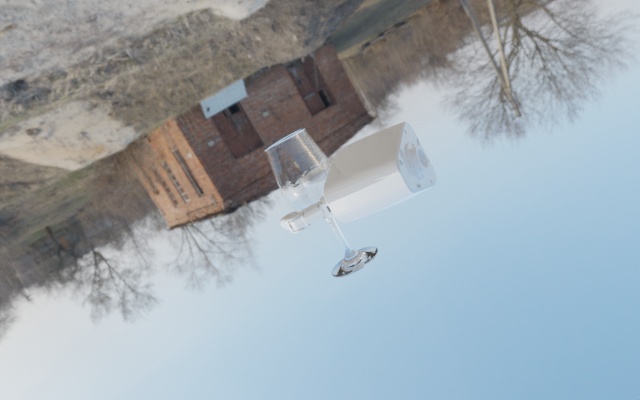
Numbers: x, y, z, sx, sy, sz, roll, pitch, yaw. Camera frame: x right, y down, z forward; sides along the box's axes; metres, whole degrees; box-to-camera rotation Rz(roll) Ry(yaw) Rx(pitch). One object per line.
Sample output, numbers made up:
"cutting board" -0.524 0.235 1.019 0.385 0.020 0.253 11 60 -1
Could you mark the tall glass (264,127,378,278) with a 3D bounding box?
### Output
"tall glass" 0.000 0.003 0.655 0.079 0.201 0.079 -29 11 6
